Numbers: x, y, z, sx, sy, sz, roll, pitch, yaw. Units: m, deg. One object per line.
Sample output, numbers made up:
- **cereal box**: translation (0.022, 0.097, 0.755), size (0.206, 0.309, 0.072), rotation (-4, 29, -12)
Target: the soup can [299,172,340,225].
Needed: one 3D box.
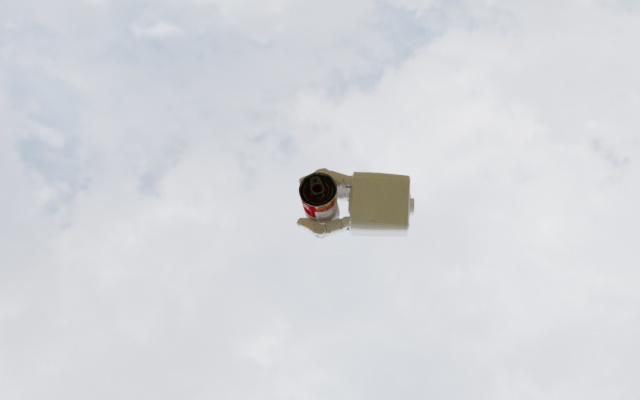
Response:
- **soup can**: translation (0.000, 0.003, 0.878), size (0.068, 0.068, 0.102), rotation (0, -27, 6)
